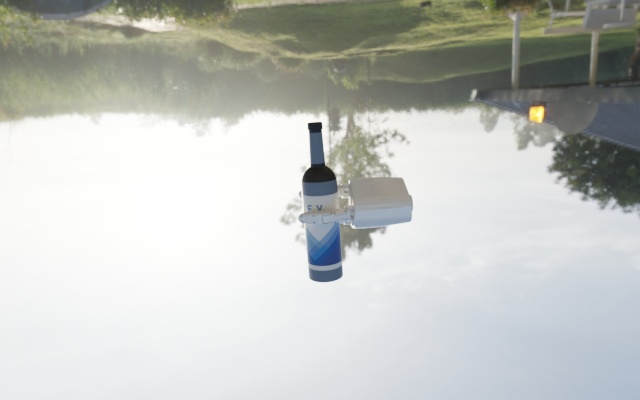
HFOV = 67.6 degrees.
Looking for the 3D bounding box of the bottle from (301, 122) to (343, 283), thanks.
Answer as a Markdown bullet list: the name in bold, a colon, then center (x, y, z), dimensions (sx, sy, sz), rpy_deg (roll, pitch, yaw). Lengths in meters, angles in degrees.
- **bottle**: center (0.000, 0.003, 0.889), dimensions (0.069, 0.296, 0.069), rpy_deg (-4, 13, 1)
